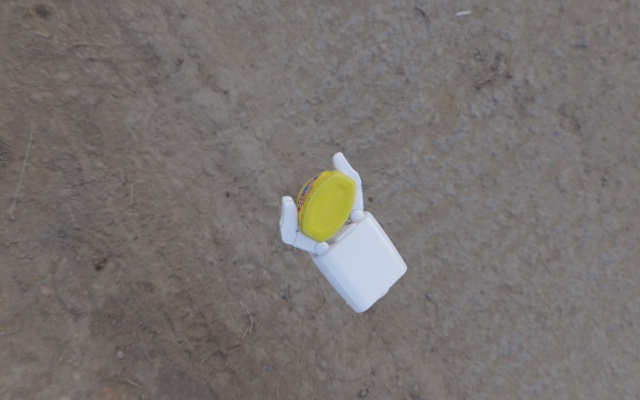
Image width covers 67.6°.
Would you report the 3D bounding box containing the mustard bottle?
[{"bbox_3d":[0.000,0.002,0.708,0.058,0.096,0.191,28,1,-8],"label":"mustard bottle"}]
